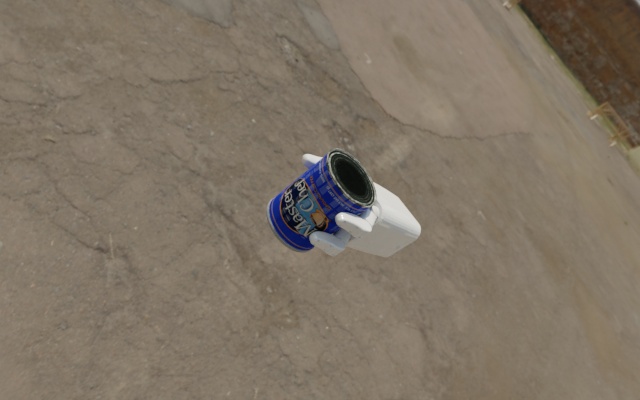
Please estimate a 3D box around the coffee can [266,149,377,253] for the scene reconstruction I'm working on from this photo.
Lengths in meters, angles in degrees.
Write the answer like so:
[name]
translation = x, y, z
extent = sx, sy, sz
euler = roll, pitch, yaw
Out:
[coffee can]
translation = 0.000, 0.002, 0.730
extent = 0.140, 0.102, 0.103
euler = -38, -22, 31
